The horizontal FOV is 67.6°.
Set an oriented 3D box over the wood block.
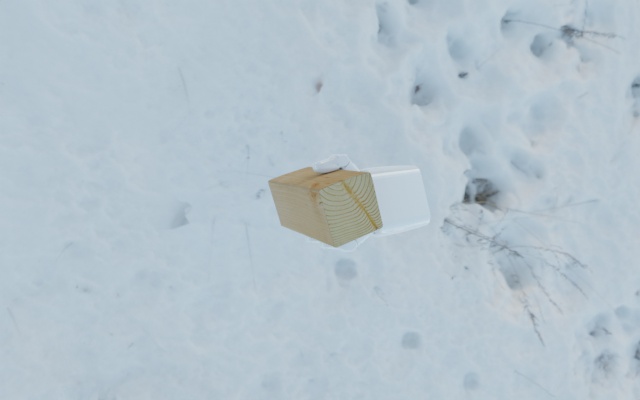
[{"bbox_3d":[0.000,0.002,0.778,0.090,0.091,0.206,-21,14,-23],"label":"wood block"}]
